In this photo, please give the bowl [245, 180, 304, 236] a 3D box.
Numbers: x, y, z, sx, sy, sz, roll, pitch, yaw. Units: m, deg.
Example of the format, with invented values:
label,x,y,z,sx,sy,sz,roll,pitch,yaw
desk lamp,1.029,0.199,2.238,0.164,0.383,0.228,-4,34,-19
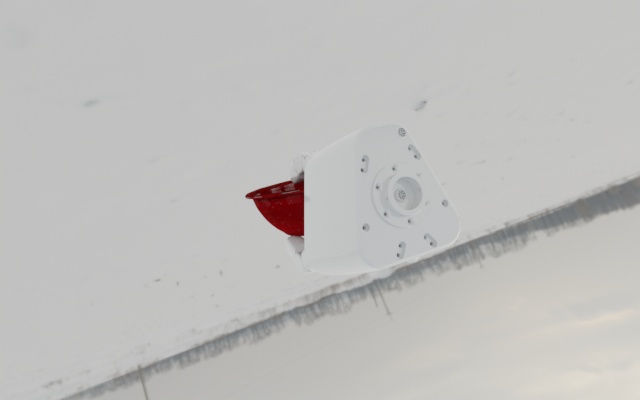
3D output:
label,x,y,z,sx,sy,sz,roll,pitch,yaw
bowl,0.000,0.002,0.540,0.162,0.055,0.162,-12,7,2
